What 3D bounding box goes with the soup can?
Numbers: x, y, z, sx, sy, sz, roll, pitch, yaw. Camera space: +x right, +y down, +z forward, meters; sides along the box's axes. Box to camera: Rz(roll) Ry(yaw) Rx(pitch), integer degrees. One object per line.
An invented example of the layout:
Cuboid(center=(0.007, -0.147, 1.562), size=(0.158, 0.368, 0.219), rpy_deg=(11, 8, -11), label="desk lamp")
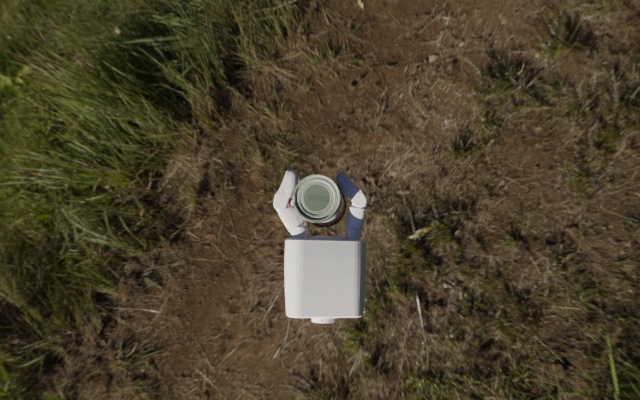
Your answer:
Cuboid(center=(0.000, 0.002, 0.686), size=(0.068, 0.068, 0.102), rpy_deg=(0, -6, 6), label="soup can")
